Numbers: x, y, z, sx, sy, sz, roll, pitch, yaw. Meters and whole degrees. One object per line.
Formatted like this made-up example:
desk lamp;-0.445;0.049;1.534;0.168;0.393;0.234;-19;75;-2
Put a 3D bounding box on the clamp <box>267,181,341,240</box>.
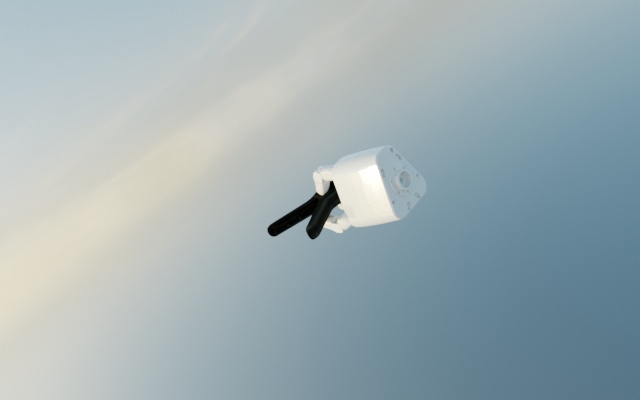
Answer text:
clamp;0.000;0.002;0.886;0.164;0.036;0.210;-8;30;52
